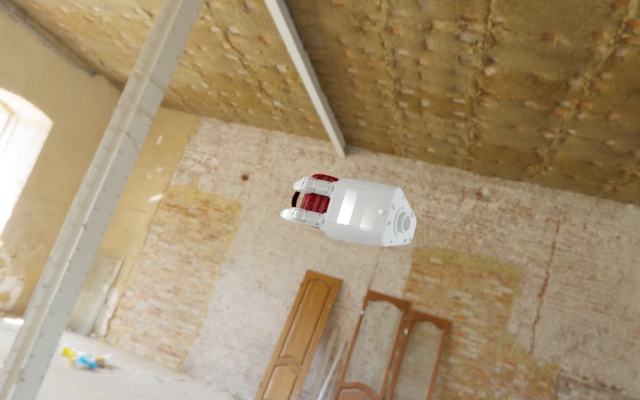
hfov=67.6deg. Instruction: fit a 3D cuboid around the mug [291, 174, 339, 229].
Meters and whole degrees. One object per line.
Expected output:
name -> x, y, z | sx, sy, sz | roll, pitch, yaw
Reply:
mug -> -0.001, 0.002, 0.846 | 0.117, 0.081, 0.093 | 11, -14, 35
